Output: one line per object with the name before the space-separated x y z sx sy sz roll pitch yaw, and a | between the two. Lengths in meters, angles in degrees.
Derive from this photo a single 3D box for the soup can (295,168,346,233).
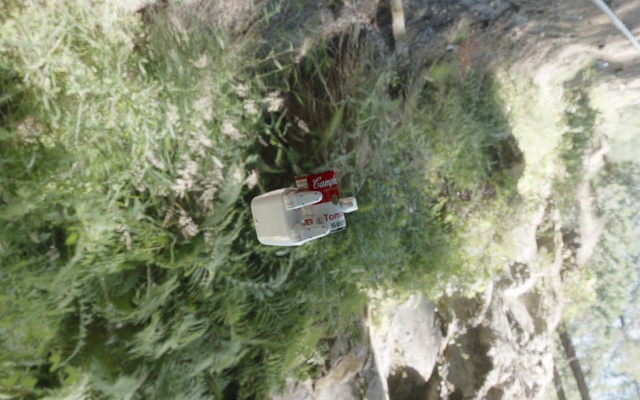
soup can | 0.001 0.003 0.801 0.068 0.102 0.068 -12 3 1
